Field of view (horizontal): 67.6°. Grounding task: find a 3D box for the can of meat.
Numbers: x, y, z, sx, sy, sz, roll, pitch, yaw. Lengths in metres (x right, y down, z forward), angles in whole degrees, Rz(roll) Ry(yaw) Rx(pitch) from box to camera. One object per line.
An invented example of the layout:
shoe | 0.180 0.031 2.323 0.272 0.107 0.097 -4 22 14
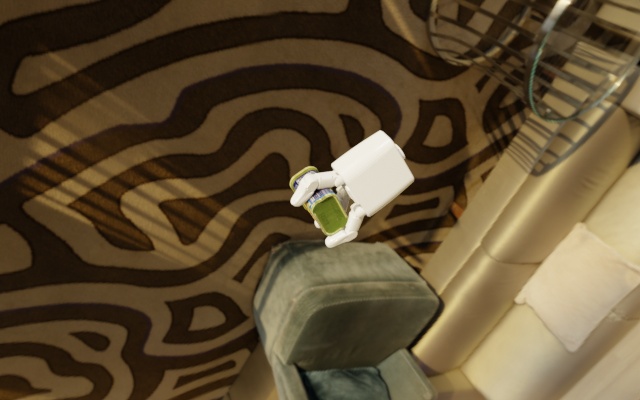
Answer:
can of meat | 0.000 0.003 0.849 0.057 0.084 0.102 -35 -42 -3
